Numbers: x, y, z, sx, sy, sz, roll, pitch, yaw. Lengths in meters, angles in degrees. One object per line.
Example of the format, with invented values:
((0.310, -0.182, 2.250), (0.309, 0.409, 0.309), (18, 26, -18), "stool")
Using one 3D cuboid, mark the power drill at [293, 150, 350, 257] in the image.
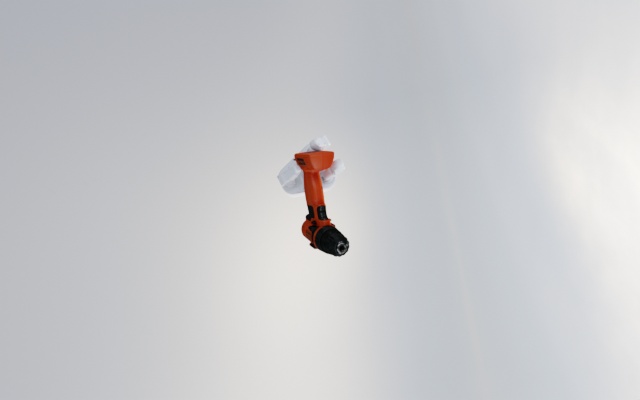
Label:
((0.000, 0.002, 0.887), (0.057, 0.188, 0.184), (-8, 10, -19), "power drill")
